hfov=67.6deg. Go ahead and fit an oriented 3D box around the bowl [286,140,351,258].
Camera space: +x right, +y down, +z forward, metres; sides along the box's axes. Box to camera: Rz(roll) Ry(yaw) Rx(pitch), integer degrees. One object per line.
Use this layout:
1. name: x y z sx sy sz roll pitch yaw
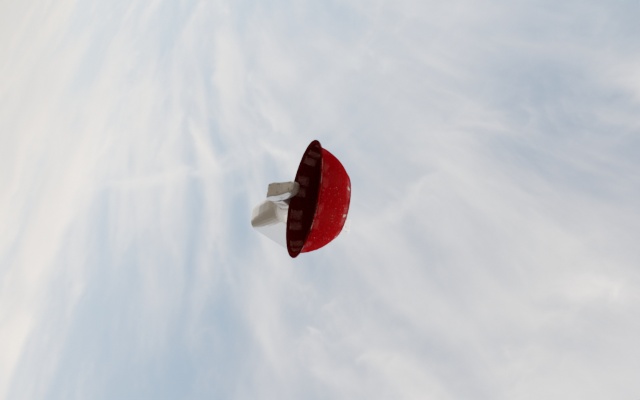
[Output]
1. bowl: 0.001 0.002 0.645 0.055 0.162 0.162 11 -3 -15
